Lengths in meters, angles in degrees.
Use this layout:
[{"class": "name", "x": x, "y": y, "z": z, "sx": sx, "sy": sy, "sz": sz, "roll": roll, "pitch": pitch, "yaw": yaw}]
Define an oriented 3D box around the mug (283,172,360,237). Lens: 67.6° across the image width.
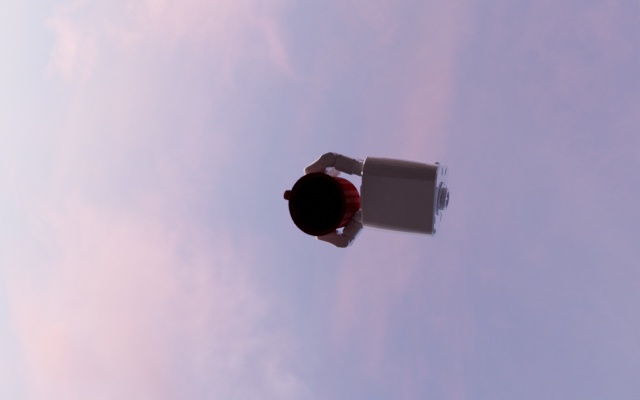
[{"class": "mug", "x": -0.001, "y": 0.002, "z": 0.727, "sx": 0.117, "sy": 0.093, "sz": 0.081, "roll": 10, "pitch": 6, "yaw": 24}]
